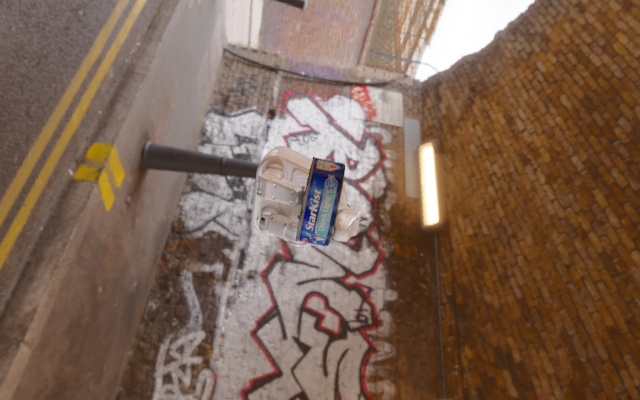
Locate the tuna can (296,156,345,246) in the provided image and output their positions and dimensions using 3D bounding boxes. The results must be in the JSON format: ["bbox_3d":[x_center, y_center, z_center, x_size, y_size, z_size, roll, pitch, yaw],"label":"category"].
[{"bbox_3d":[0.001,0.002,0.473,0.034,0.086,0.086,12,0,-1],"label":"tuna can"}]
